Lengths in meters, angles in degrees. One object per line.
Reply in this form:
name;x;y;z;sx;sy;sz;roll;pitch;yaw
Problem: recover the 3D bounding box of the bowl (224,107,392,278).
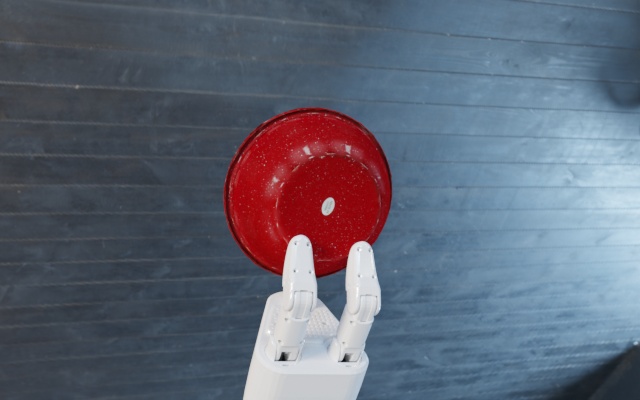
bowl;0.000;0.000;0.416;0.162;0.162;0.055;0;12;-18
